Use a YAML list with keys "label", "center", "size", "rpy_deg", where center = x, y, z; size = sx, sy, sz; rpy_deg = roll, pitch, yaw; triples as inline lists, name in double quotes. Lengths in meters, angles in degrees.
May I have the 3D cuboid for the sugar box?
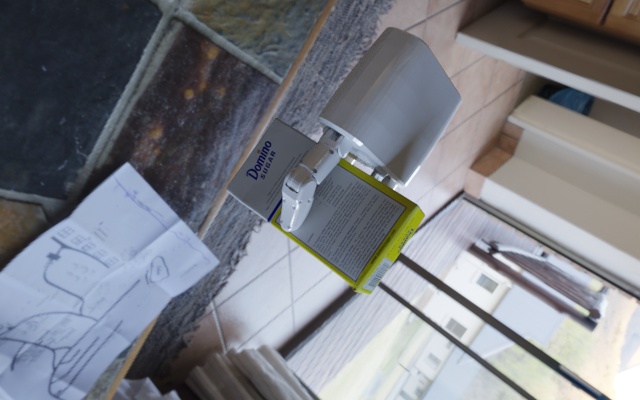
- label: "sugar box"
  center: [0.000, 0.002, 0.461]
  size: [0.176, 0.093, 0.048]
  rpy_deg: [35, 0, 29]
